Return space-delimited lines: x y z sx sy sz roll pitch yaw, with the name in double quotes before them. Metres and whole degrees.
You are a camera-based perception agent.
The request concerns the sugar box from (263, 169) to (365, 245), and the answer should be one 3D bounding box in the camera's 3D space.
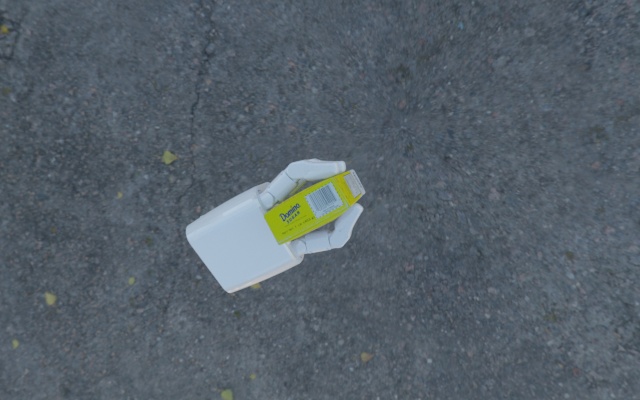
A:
"sugar box" 0.000 0.002 0.601 0.093 0.048 0.176 -27 3 12
